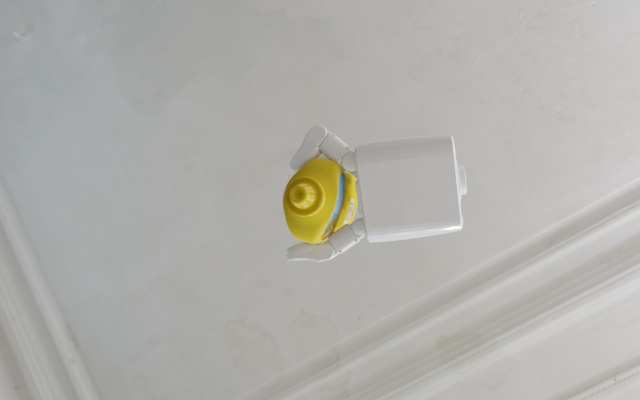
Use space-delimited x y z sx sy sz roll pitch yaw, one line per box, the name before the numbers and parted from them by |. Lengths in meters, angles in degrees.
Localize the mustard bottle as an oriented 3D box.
mustard bottle | 0.000 0.002 0.552 0.058 0.096 0.191 19 0 13
